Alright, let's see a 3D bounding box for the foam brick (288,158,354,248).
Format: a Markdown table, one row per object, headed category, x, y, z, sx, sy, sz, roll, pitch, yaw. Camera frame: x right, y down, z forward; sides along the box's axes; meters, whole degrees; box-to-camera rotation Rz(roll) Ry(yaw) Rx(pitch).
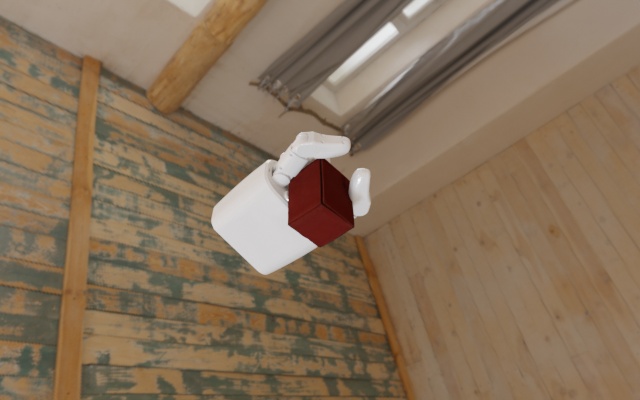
| category | x | y | z | sx | sy | sz | roll | pitch | yaw |
| --- | --- | --- | --- | --- | --- | --- | --- | --- | --- |
| foam brick | 0.000 | 0.002 | 0.528 | 0.051 | 0.078 | 0.053 | -33 | -54 | 26 |
